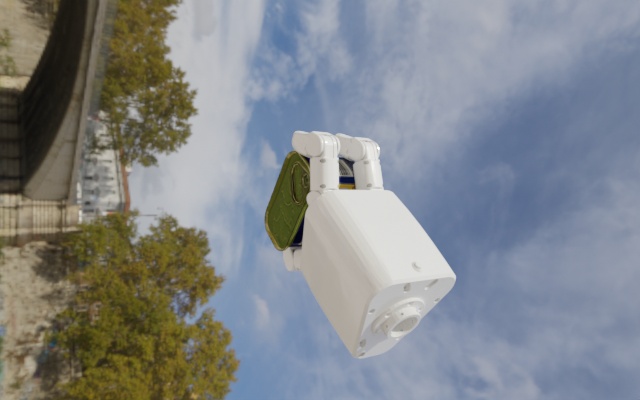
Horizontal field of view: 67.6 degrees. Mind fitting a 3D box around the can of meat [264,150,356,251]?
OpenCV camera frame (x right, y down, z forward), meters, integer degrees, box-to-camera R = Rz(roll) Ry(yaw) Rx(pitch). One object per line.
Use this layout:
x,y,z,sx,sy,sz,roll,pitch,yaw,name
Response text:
0.000,0.002,0.495,0.084,0.102,0.057,0,38,-34,can of meat
